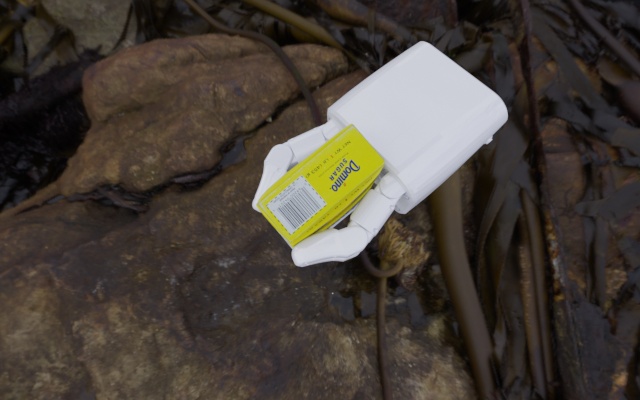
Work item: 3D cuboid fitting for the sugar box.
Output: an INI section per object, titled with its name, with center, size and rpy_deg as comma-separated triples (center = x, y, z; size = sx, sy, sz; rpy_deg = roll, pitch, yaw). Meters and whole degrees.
[sugar box]
center = 0.001, 0.002, 0.425
size = 0.093, 0.048, 0.176
rpy_deg = -39, -9, -6
